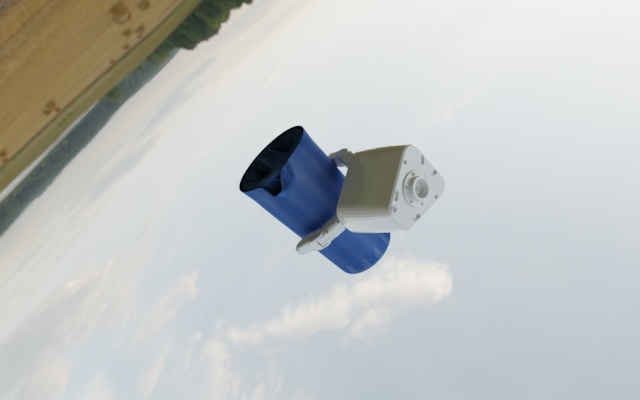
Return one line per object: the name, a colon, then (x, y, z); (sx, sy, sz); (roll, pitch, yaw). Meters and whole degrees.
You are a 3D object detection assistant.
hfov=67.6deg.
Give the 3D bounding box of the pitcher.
pitcher: (0.000, 0.003, 0.766); (0.243, 0.149, 0.145); (44, -28, -25)
